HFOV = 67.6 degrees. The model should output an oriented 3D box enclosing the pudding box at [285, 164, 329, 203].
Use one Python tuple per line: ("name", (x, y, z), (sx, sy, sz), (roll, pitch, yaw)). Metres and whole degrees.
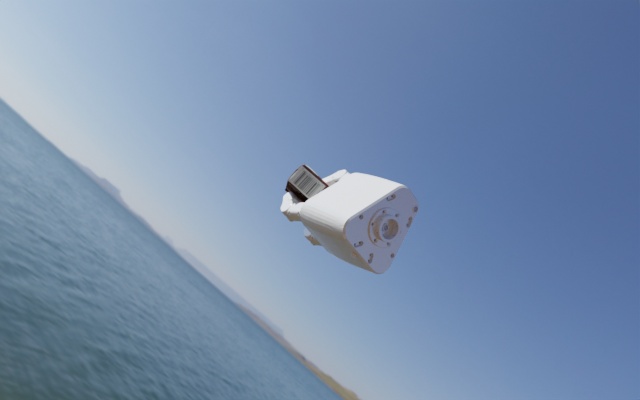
("pudding box", (0.000, 0.002, 0.714), (0.113, 0.039, 0.090), (44, -11, 0))
